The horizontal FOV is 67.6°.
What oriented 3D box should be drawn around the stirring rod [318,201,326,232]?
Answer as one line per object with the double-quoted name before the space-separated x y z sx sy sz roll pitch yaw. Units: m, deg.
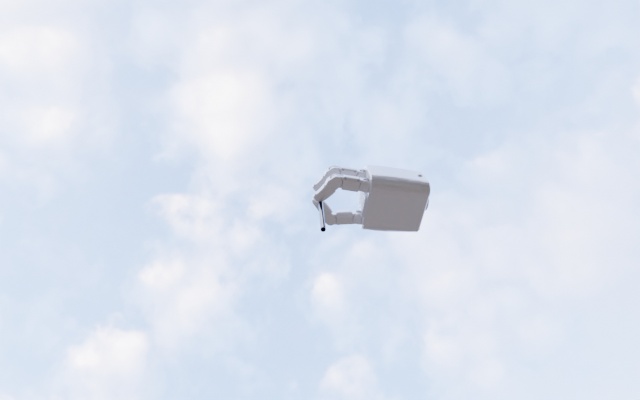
"stirring rod" 0.000 0.003 0.824 0.011 0.011 0.239 0 20 -2
